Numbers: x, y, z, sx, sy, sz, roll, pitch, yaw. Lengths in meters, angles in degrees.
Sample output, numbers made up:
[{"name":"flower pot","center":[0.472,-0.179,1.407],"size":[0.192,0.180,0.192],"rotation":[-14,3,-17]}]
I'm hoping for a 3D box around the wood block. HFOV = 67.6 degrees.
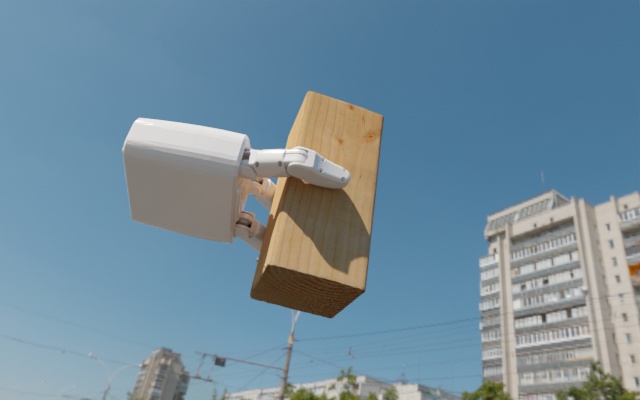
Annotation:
[{"name":"wood block","center":[0.000,0.001,0.492],"size":[0.090,0.206,0.091],"rotation":[17,-33,-11]}]
